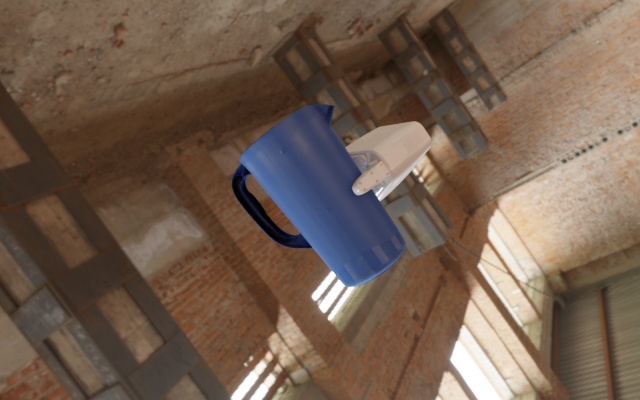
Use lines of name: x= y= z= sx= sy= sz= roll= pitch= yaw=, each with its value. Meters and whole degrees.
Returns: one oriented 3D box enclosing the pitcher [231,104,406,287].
pitcher: x=0.000 y=0.002 z=0.667 sx=0.145 sy=0.243 sz=0.149 roll=-38 pitch=4 yaw=-31
